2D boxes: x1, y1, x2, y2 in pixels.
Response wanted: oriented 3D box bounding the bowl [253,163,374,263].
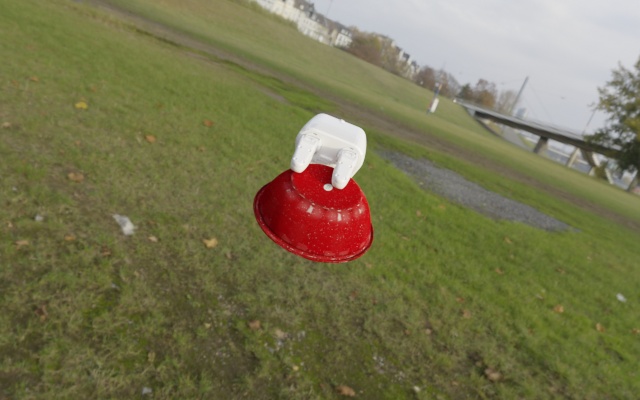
[{"bbox_3d":[0.000,0.002,0.598,0.162,0.055,0.162,14,37,-11],"label":"bowl"}]
